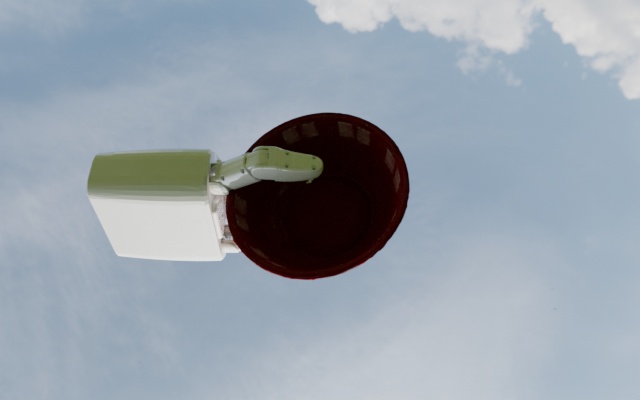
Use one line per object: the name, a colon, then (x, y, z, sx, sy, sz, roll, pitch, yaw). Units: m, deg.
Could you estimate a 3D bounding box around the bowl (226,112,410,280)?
bowl: (0.001, 0.002, 0.429, 0.162, 0.162, 0.055, 0, -27, 15)
